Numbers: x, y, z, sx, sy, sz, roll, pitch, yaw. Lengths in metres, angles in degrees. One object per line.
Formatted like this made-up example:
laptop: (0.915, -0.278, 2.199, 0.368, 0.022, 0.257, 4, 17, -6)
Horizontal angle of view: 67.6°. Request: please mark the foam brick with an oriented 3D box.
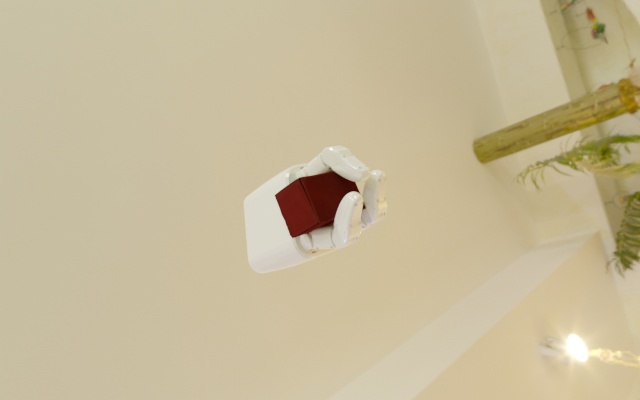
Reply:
foam brick: (0.000, 0.002, 0.519, 0.078, 0.053, 0.051, -14, -11, -44)
